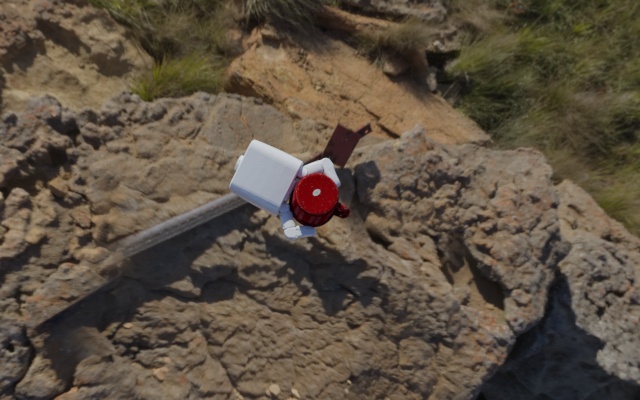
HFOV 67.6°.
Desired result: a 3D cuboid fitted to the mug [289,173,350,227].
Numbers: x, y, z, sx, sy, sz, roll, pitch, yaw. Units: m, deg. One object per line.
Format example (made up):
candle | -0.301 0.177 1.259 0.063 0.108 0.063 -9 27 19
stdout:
mug | 0.001 0.004 0.892 0.117 0.093 0.081 26 -15 0
